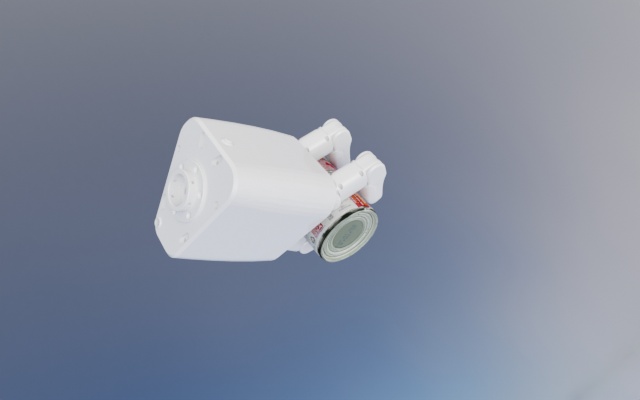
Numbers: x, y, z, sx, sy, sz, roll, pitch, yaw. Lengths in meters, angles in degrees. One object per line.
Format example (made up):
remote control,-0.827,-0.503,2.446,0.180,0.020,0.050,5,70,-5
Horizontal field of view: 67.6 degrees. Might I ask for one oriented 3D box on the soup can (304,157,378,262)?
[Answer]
soup can,0.000,0.002,0.468,0.068,0.068,0.102,0,39,-44
